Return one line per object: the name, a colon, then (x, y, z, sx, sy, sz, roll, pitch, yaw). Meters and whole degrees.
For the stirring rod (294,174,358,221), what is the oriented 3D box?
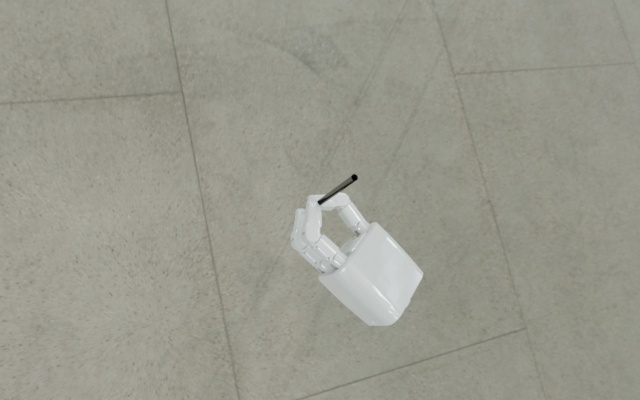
stirring rod: (0.000, 0.002, 0.647, 0.011, 0.011, 0.239, 0, -13, -19)
